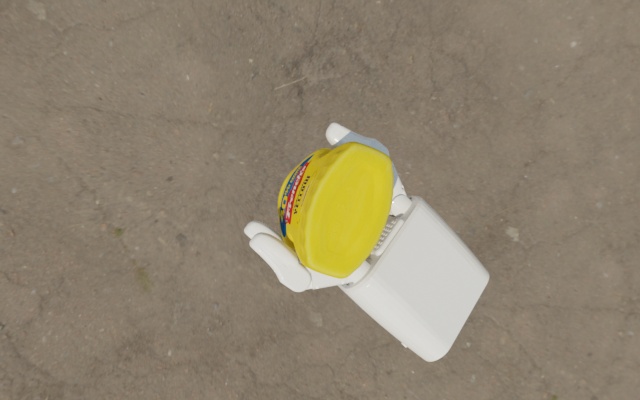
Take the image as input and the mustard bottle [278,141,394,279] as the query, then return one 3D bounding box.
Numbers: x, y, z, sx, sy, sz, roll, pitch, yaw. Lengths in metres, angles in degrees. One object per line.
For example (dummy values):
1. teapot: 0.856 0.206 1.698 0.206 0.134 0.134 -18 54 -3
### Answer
1. mustard bottle: 0.000 0.001 0.418 0.058 0.096 0.191 19 0 -13
